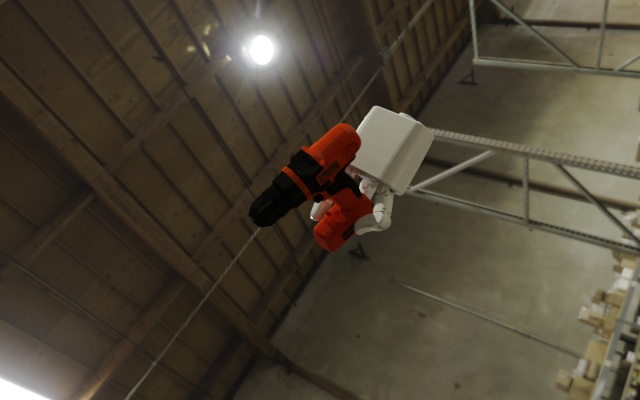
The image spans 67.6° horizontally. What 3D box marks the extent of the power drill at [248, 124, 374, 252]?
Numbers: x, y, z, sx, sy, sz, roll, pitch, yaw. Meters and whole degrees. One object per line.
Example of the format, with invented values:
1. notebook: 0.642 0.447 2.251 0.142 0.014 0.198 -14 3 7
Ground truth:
1. power drill: 0.000 0.002 0.690 0.057 0.184 0.188 45 -8 34
